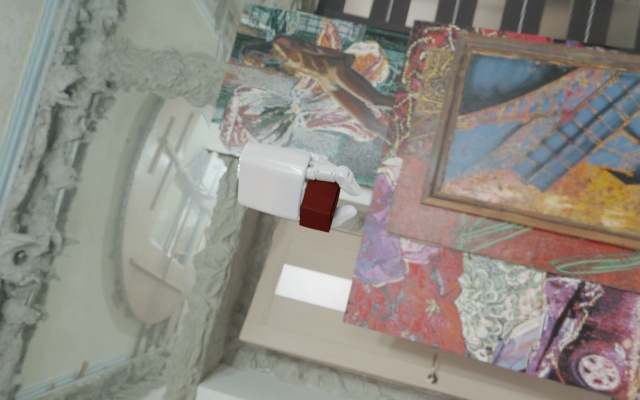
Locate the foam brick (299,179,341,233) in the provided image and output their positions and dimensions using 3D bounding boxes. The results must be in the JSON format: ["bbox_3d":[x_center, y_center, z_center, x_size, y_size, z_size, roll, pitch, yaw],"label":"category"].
[{"bbox_3d":[0.000,0.003,0.759,0.051,0.078,0.053,14,-35,4],"label":"foam brick"}]
